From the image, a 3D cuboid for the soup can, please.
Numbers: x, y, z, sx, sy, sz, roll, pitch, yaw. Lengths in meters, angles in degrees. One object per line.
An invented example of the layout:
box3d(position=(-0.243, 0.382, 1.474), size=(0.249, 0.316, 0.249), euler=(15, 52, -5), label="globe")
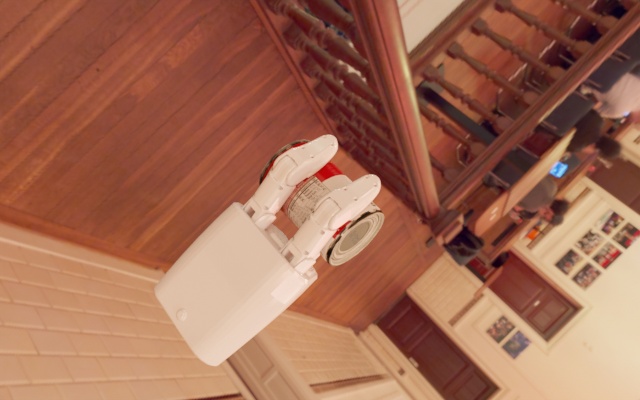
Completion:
box3d(position=(0.001, 0.001, 0.438), size=(0.102, 0.068, 0.068), euler=(46, 23, 24), label="soup can")
